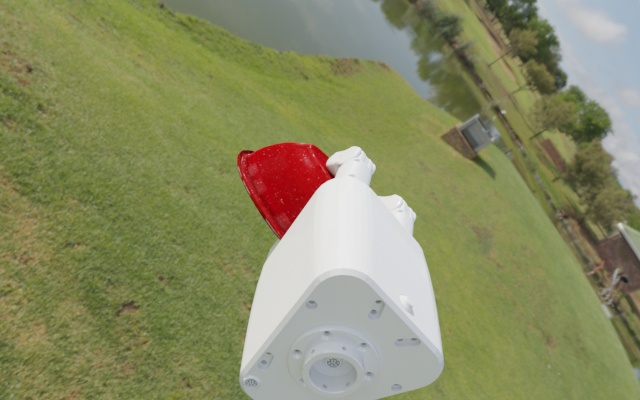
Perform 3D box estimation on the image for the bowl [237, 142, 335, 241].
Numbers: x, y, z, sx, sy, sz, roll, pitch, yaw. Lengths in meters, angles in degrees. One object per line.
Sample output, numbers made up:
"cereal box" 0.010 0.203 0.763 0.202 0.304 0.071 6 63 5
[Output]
"bowl" 0.000 0.000 0.433 0.055 0.162 0.162 -39 -9 11
